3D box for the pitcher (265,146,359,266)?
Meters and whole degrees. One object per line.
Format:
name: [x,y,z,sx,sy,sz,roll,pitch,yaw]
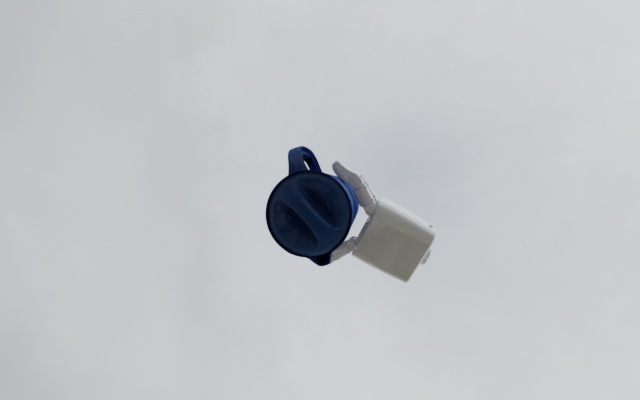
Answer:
pitcher: [0.000,0.003,0.822,0.145,0.149,0.243,29,8,7]
